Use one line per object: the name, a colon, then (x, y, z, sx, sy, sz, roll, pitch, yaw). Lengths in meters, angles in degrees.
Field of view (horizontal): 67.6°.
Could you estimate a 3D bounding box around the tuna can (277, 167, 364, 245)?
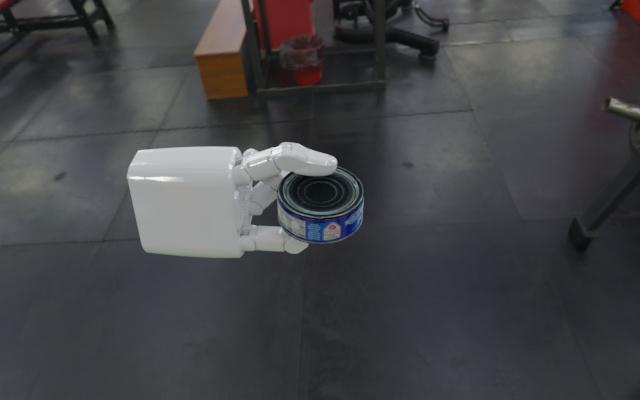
tuna can: (0.000, 0.001, 0.468, 0.086, 0.034, 0.086, 1, 41, -1)
